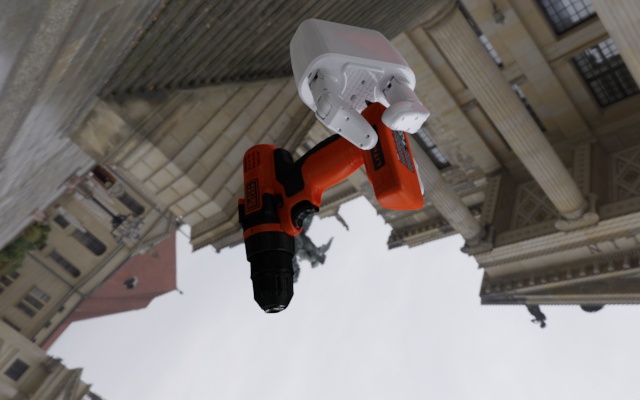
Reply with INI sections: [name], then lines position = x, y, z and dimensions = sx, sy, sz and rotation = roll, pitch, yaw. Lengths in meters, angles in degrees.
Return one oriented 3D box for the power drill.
[power drill]
position = 0.000, 0.001, 0.463
dimensions = 0.188, 0.184, 0.057
rotation = -22, -28, 27
